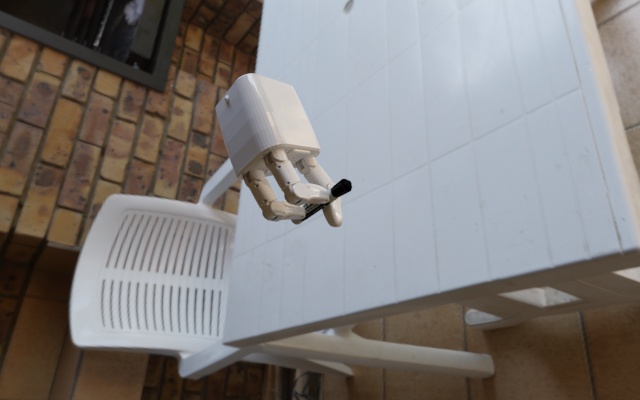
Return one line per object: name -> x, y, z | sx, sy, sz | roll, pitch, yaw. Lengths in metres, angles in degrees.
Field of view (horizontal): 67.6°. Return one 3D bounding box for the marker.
marker -> 0.000, 0.002, 0.630 | 0.020, 0.020, 0.121 | 0, -23, -39
